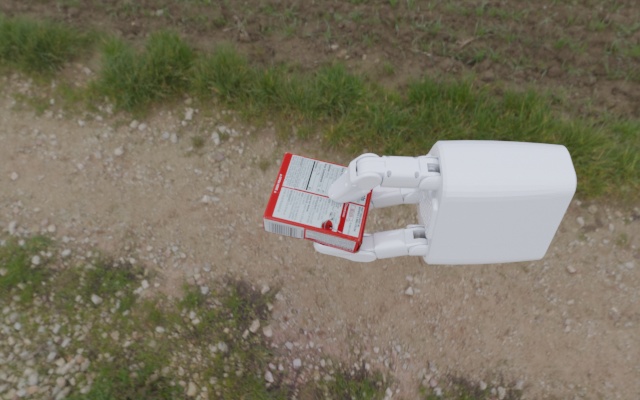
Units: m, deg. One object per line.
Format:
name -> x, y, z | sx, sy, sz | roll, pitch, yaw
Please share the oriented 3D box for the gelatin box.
gelatin box -> 0.000, 0.001, 0.435 | 0.089, 0.073, 0.030 | 14, -30, 3
